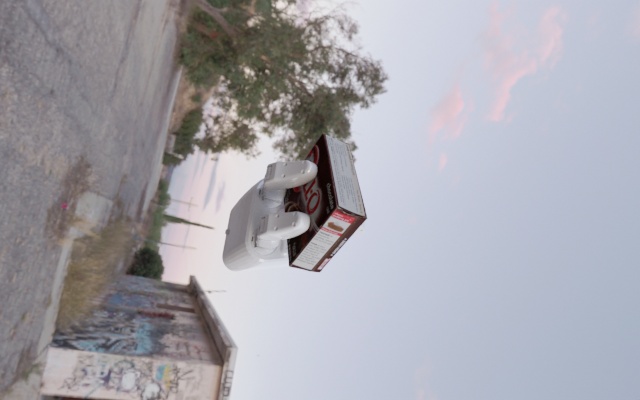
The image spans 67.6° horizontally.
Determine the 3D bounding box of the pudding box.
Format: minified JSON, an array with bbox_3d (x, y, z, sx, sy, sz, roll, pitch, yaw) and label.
[{"bbox_3d":[0.000,0.002,0.479,0.039,0.113,0.090,17,-51,-26],"label":"pudding box"}]
